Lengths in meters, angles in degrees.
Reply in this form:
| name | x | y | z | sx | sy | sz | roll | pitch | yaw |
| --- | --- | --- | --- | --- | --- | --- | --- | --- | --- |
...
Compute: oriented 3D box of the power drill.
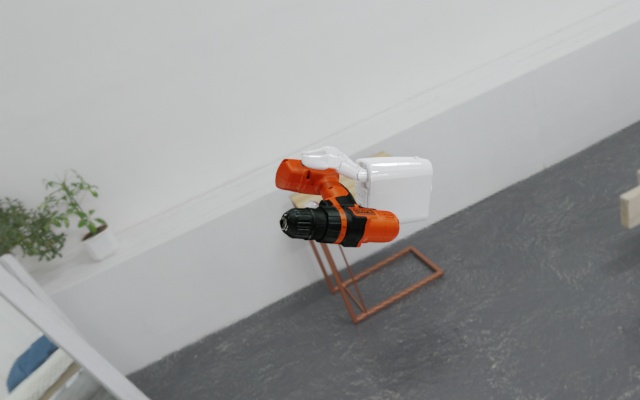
| name | x | y | z | sx | sy | sz | roll | pitch | yaw |
| --- | --- | --- | --- | --- | --- | --- | --- | --- | --- |
| power drill | 0.000 | 0.002 | 0.704 | 0.184 | 0.057 | 0.187 | 6 | 27 | -32 |
